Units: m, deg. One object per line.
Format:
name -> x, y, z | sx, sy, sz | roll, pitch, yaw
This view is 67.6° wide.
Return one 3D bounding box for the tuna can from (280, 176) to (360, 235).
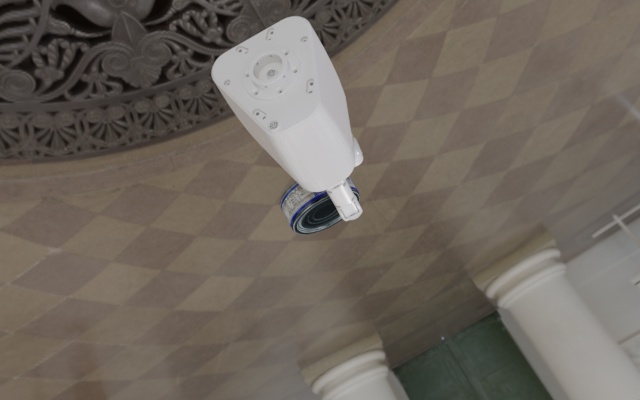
tuna can -> 0.000, 0.002, 0.532 | 0.086, 0.033, 0.086 | -24, -25, -12
